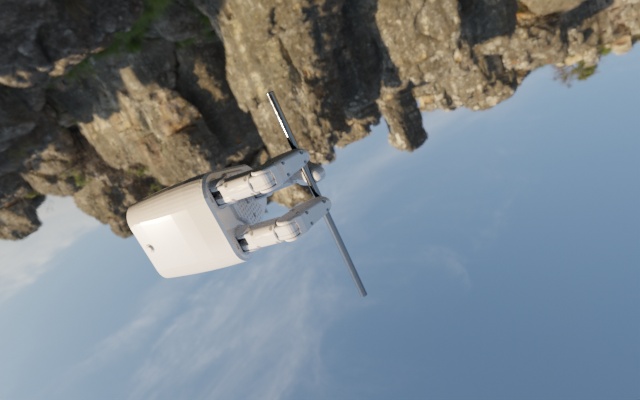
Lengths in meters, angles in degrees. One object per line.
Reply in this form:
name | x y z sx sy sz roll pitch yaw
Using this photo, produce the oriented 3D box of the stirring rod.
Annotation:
stirring rod | 0.000 0.002 0.488 0.011 0.240 0.011 -22 20 8
